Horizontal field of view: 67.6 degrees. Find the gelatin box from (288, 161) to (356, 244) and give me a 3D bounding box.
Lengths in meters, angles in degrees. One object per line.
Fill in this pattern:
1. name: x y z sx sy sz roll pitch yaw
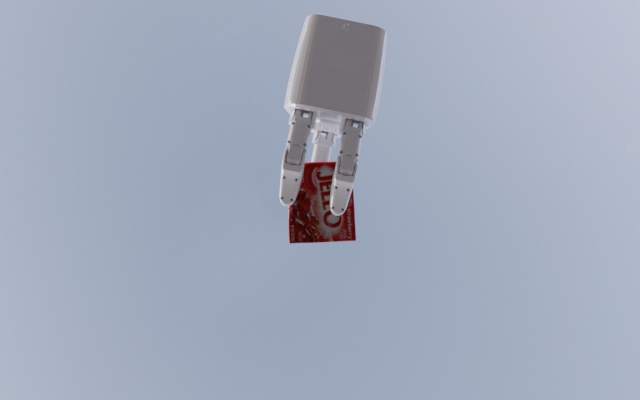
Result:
1. gelatin box: 0.000 0.002 0.528 0.073 0.089 0.030 -2 0 -3
